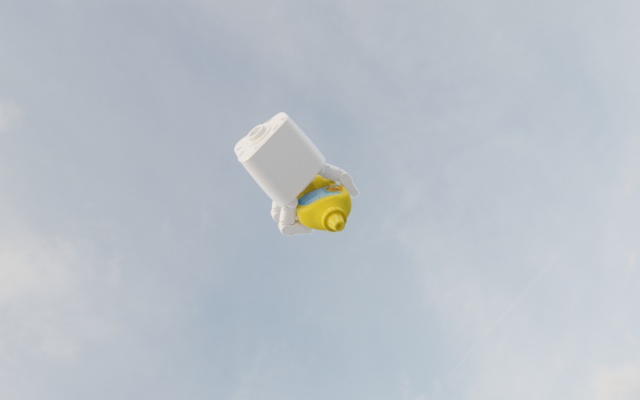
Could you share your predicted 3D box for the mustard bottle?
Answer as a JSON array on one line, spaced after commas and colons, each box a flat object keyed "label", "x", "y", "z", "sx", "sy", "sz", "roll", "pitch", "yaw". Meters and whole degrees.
[{"label": "mustard bottle", "x": 0.000, "y": 0.003, "z": 0.819, "sx": 0.096, "sy": 0.058, "sz": 0.191, "roll": -19, "pitch": 27, "yaw": -11}]
